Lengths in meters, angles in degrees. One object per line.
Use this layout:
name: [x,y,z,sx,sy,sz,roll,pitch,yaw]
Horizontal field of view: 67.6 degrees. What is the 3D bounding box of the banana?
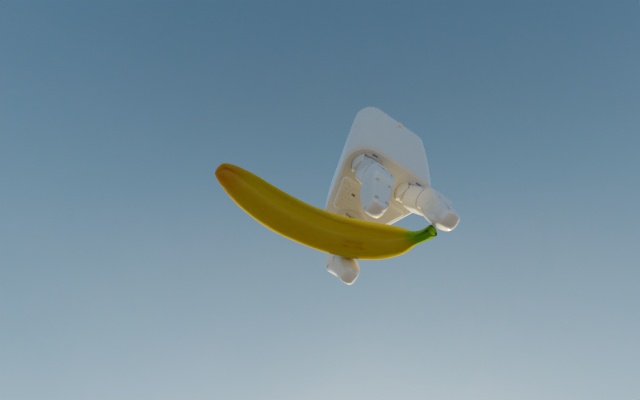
banana: [0.000,0.016,0.434,0.198,0.070,0.037,15,40,0]
